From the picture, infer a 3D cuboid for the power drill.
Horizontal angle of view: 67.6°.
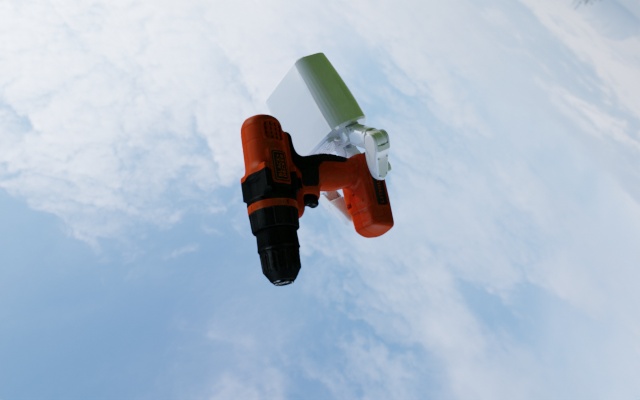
[{"bbox_3d":[0.000,0.002,0.537,0.187,0.184,0.057,7,-23,-42],"label":"power drill"}]
